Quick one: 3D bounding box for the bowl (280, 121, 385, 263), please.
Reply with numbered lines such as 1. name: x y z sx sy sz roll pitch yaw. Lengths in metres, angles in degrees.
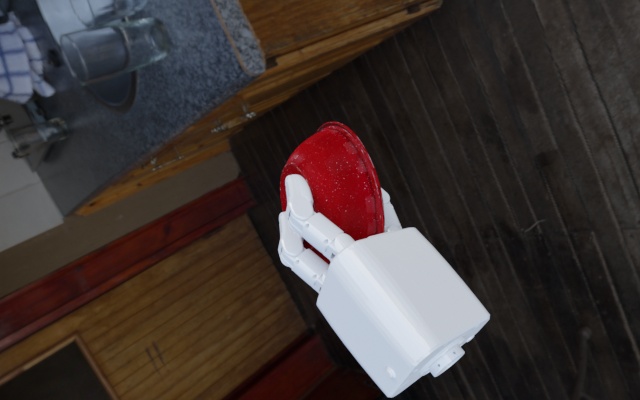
1. bowl: -0.001 0.001 0.499 0.055 0.162 0.162 -12 5 -24
